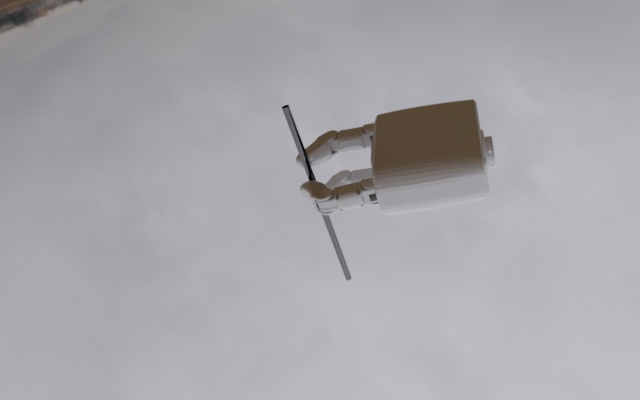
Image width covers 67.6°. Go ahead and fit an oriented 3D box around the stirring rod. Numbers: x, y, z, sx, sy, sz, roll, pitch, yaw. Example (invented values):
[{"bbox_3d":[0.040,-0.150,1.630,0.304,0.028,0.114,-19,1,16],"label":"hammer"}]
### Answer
[{"bbox_3d":[0.000,0.002,0.546,0.011,0.240,0.011,-15,31,9],"label":"stirring rod"}]
